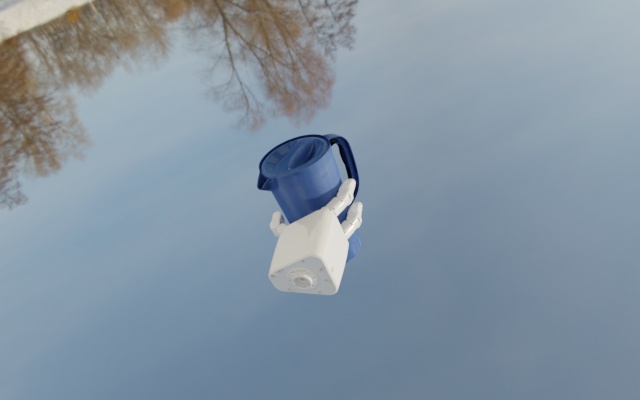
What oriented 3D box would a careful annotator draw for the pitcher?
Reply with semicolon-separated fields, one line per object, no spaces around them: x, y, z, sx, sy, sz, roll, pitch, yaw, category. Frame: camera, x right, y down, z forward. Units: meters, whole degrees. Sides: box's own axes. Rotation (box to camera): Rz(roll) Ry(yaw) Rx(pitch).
0.000;0.003;0.892;0.149;0.243;0.145;-11;34;19;pitcher
